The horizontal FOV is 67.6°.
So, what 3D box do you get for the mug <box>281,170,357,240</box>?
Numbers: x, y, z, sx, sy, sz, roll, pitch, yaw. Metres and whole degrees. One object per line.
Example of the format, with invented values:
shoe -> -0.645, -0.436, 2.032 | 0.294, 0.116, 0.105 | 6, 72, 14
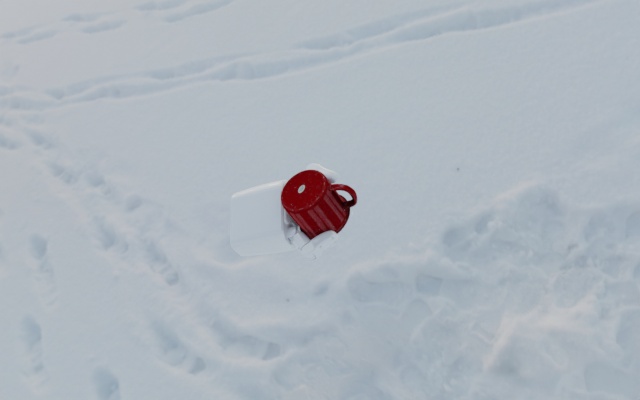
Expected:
mug -> 0.001, 0.002, 0.754 | 0.117, 0.093, 0.081 | -13, -39, 22
